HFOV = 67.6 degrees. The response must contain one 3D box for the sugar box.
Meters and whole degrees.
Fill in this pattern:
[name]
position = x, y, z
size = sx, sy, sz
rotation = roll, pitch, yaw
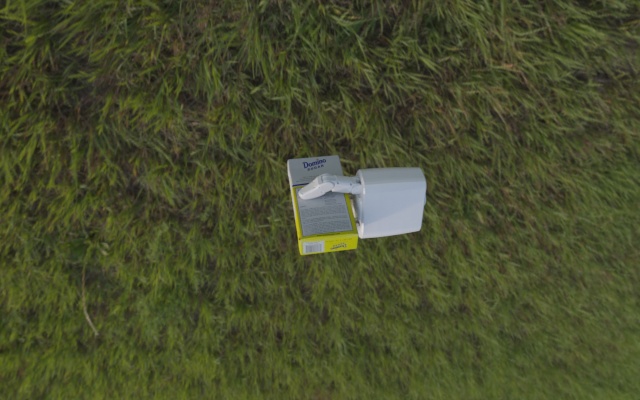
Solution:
[sugar box]
position = 0.000, 0.003, 0.790
size = 0.093, 0.176, 0.048
rotation = -5, -42, -6
